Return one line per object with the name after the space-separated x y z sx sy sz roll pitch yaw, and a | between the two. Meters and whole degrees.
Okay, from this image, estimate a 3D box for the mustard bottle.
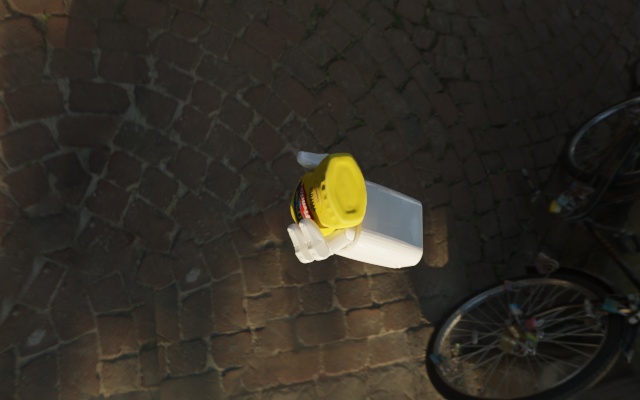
0.000 0.002 0.691 0.058 0.096 0.192 -8 -9 -22 | mustard bottle
